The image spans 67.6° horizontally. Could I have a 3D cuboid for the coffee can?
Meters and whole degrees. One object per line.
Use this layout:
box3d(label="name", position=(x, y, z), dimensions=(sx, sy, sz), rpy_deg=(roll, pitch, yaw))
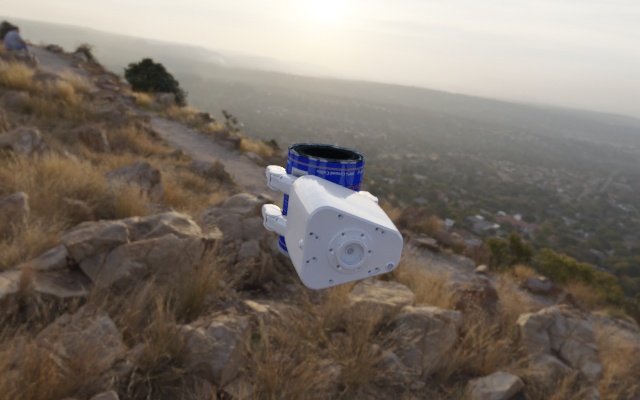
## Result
box3d(label="coffee can", position=(0.000, 0.002, 0.641), dimensions=(0.103, 0.140, 0.102), rpy_deg=(7, 17, -2))
